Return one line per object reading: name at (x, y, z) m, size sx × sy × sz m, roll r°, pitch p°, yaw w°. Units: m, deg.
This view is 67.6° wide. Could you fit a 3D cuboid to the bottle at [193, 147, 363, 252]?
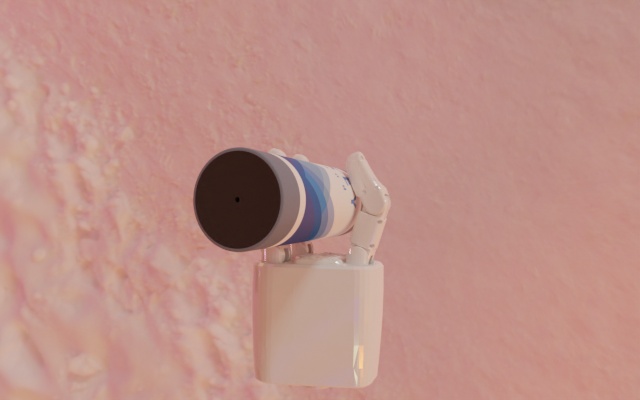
bottle at (0.000, 0.001, 0.437) m, size 0.069 × 0.069 × 0.296 m, roll 0°, pitch -1°, yaw 21°
